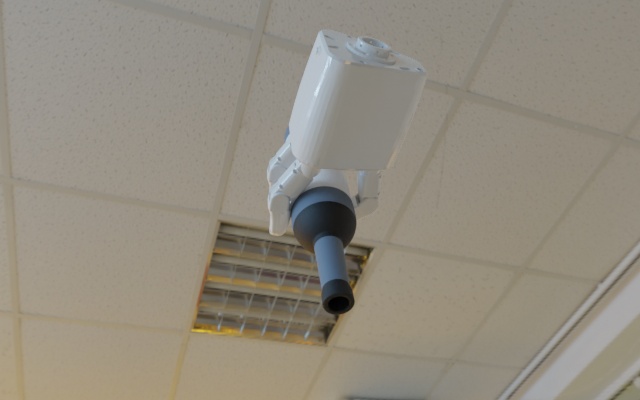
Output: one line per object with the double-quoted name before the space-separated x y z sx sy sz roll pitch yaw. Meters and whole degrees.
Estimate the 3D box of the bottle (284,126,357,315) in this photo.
"bottle" 0.000 0.002 0.519 0.069 0.069 0.295 0 36 -7
